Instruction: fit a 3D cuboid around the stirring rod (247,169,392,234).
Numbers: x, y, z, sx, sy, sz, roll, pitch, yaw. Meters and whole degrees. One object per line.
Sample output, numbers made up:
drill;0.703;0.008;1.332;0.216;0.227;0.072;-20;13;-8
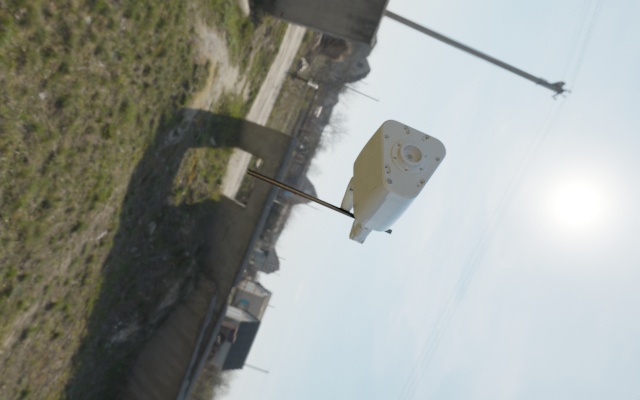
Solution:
stirring rod;0.000;0.002;0.736;0.239;0.011;0.011;23;-2;-4
